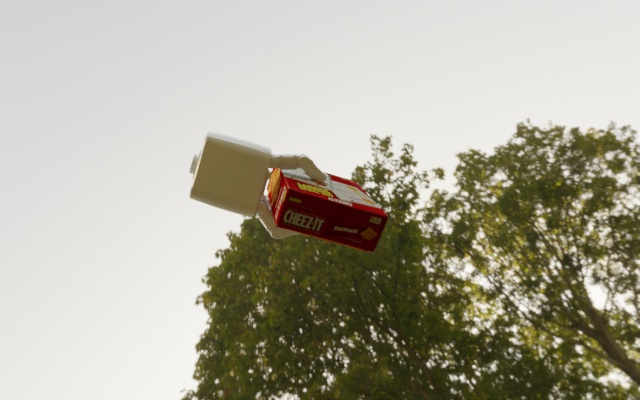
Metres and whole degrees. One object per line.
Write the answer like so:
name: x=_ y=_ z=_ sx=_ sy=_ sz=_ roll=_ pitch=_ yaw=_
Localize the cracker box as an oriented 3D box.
cracker box: x=0.000 y=0.002 z=0.810 sx=0.164 sy=0.072 sz=0.213 roll=15 pitch=14 yaw=-14
